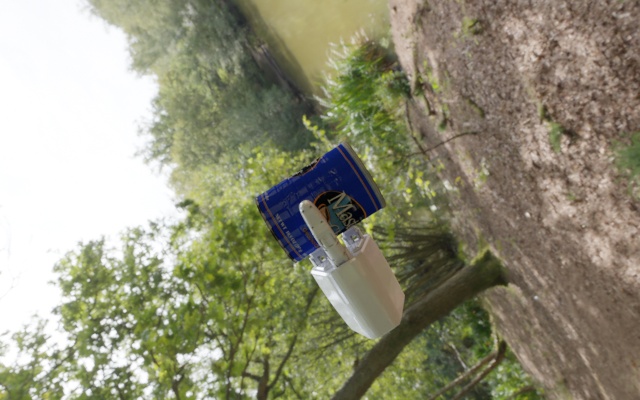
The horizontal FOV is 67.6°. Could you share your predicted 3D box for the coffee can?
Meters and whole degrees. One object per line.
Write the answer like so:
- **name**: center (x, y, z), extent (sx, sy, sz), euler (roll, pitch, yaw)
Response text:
- **coffee can**: center (0.000, 0.002, 0.628), extent (0.140, 0.103, 0.103), euler (-32, -1, 1)
